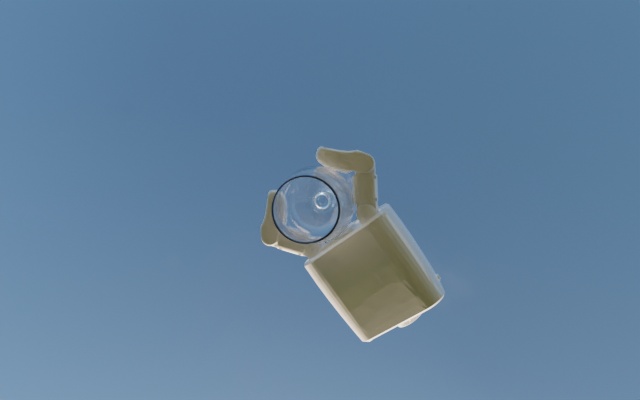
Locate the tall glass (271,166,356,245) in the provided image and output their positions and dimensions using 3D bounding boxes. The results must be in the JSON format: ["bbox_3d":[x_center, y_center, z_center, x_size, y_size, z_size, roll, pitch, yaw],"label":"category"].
[{"bbox_3d":[0.000,0.002,0.518,0.079,0.079,0.201,0,4,8],"label":"tall glass"}]
